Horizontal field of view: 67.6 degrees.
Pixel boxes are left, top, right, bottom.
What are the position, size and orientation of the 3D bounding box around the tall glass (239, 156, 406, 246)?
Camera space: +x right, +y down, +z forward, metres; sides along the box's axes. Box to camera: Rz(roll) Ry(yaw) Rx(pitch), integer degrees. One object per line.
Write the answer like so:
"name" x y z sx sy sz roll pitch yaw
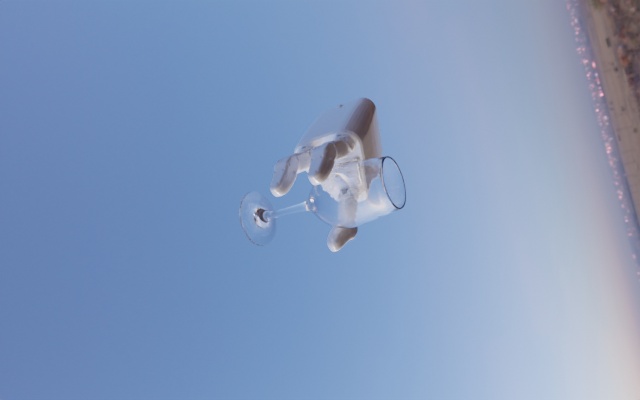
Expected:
"tall glass" 0.000 0.002 0.584 0.201 0.079 0.079 -15 -8 31
